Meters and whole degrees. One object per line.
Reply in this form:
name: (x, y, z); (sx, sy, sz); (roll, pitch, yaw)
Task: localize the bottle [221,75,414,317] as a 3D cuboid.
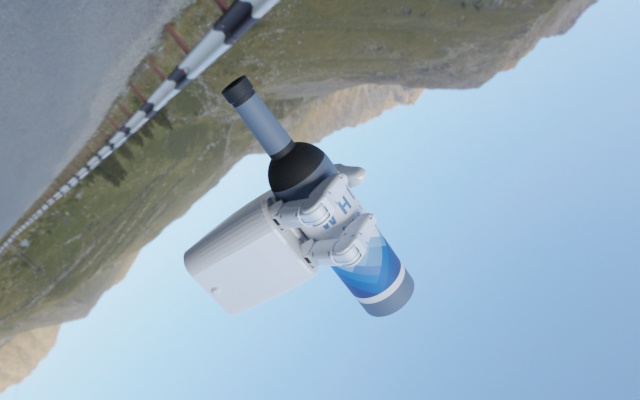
bottle: (0.000, 0.002, 0.495); (0.069, 0.296, 0.069); (-29, 26, 15)
